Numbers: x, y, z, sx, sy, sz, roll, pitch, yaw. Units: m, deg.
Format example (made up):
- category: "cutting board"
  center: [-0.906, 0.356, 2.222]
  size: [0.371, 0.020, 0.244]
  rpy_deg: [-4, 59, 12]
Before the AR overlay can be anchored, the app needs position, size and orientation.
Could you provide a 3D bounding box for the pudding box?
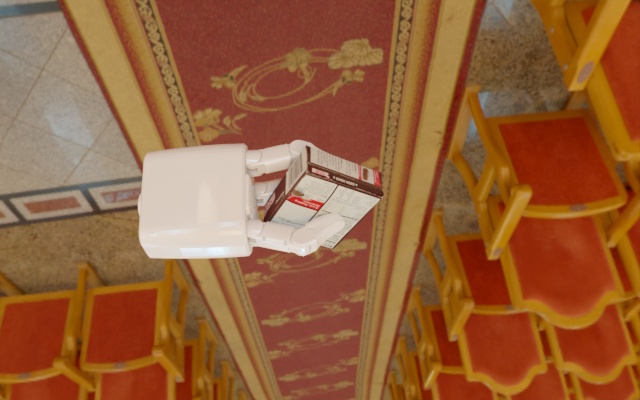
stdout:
- category: "pudding box"
  center: [0.000, 0.002, 0.507]
  size: [0.090, 0.039, 0.113]
  rpy_deg: [17, -40, -21]
